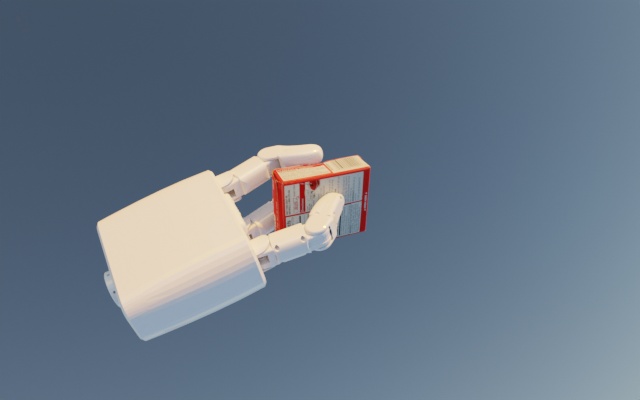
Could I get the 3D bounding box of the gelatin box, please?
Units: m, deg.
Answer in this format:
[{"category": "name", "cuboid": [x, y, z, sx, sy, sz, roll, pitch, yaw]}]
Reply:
[{"category": "gelatin box", "cuboid": [0.001, 0.002, 0.448, 0.089, 0.073, 0.030, -12, 34, -19]}]
